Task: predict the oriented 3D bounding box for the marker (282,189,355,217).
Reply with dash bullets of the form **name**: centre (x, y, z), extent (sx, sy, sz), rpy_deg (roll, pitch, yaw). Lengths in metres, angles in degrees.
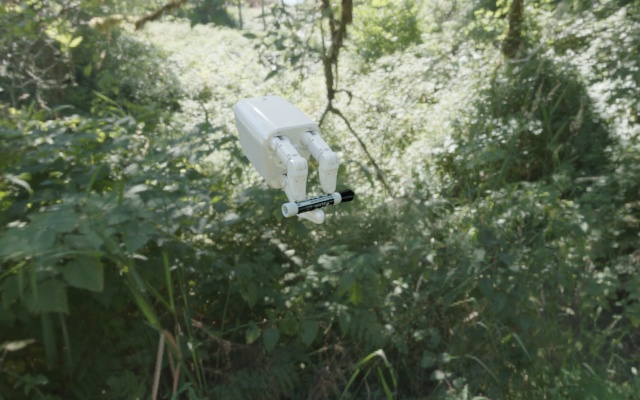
- **marker**: centre (0.000, 0.002, 0.687), extent (0.121, 0.020, 0.020), rpy_deg (-14, 8, -34)
